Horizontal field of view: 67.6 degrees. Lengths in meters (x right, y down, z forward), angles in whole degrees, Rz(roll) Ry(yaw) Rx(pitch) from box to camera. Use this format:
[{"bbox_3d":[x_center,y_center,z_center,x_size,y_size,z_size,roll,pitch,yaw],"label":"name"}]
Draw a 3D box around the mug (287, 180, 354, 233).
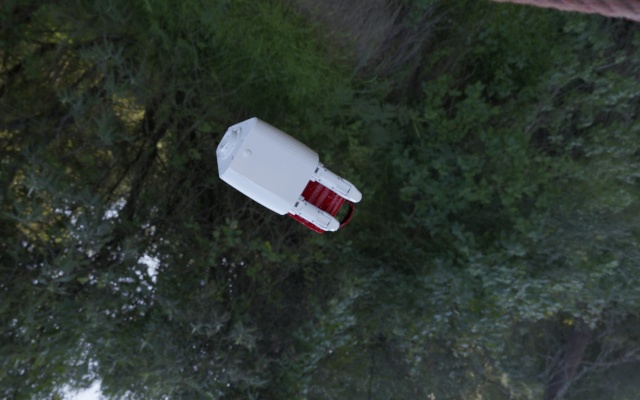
[{"bbox_3d":[0.001,0.003,0.750,0.117,0.081,0.093,31,2,-26],"label":"mug"}]
